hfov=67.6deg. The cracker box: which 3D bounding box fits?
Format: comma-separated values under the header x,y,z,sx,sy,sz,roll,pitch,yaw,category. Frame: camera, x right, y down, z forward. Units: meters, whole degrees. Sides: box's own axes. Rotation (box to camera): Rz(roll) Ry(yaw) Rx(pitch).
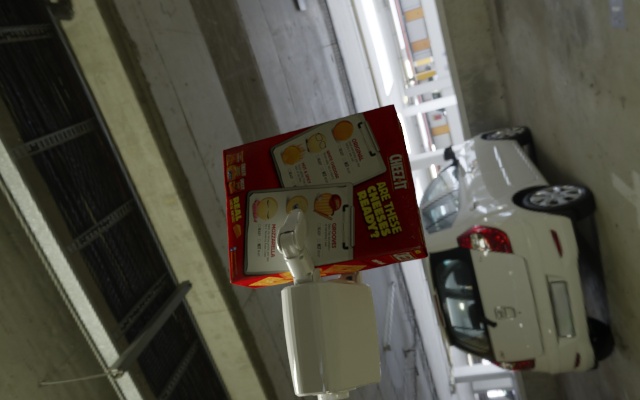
x,y,z,sx,sy,sz,roll,pitch,yaw,category
0.000,0.002,0.547,0.214,0.164,0.072,-13,-19,16,cracker box
